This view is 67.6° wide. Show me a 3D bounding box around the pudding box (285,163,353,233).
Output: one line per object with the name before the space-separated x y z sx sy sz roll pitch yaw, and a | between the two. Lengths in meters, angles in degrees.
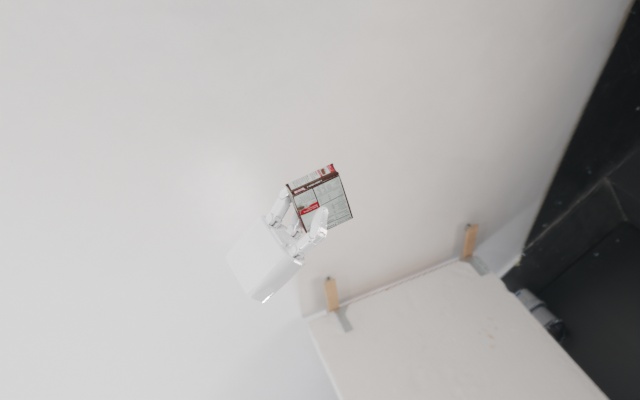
pudding box | 0.000 0.003 0.825 0.090 0.114 0.039 -25 44 -6
